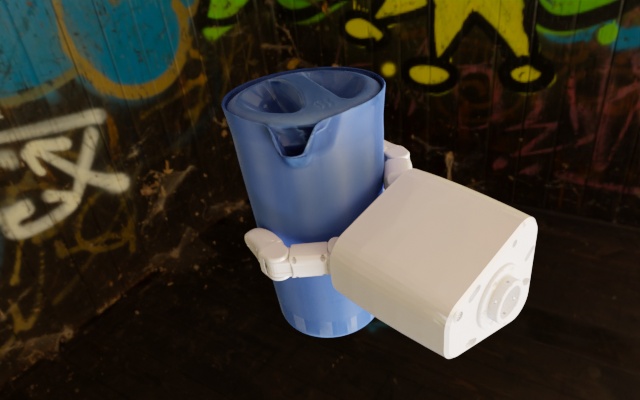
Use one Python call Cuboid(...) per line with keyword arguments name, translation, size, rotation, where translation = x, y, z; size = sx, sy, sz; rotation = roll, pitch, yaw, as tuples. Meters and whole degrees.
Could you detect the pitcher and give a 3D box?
Cuboid(name="pitcher", translation=(0.000, 0.002, 0.456), size=(0.149, 0.243, 0.145), rotation=(-29, 37, -31))
